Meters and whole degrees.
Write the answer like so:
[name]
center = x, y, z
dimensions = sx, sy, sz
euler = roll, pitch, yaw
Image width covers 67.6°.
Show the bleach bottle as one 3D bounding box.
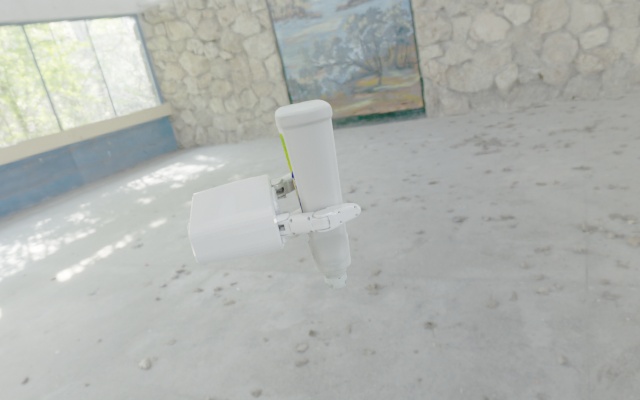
[bleach bottle]
center = 0.000, 0.002, 0.619
dimensions = 0.068, 0.251, 0.102
euler = -13, 18, -3
